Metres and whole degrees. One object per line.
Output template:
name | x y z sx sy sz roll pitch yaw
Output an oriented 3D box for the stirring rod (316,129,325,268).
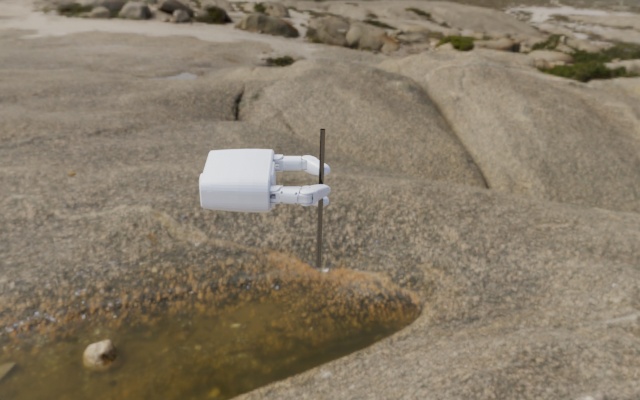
stirring rod | 0.000 0.003 0.771 0.011 0.240 0.011 1 23 -1
